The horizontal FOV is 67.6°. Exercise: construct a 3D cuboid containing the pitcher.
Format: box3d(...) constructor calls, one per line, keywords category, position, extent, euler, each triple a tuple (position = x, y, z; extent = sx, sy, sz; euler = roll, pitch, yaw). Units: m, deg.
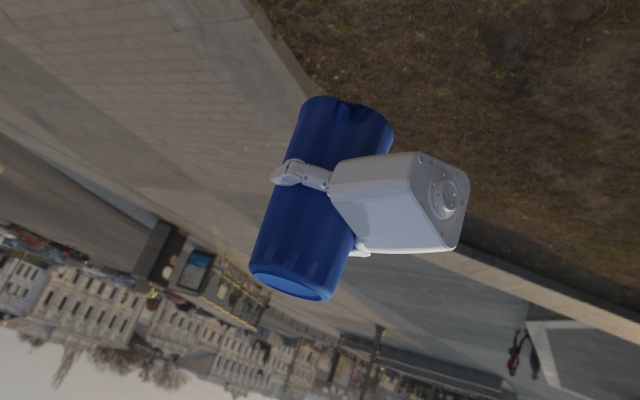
box3d(category="pitcher", position=(0.000, 0.002, 0.621), extent=(0.145, 0.242, 0.149), euler=(-4, -32, 47))
